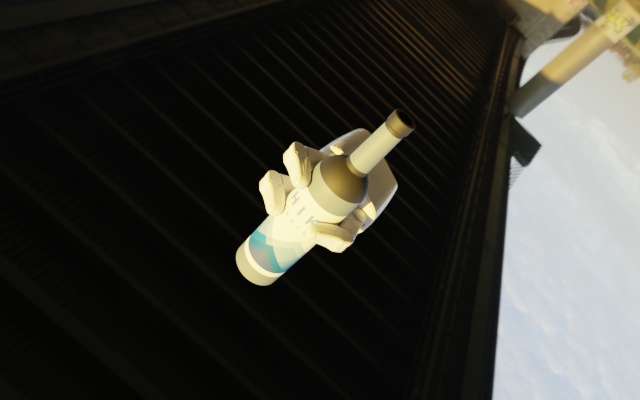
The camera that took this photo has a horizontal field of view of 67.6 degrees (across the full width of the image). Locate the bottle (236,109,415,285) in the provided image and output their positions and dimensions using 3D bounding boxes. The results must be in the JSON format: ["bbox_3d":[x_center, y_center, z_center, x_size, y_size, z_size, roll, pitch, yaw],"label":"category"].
[{"bbox_3d":[0.000,0.002,0.565,0.069,0.069,0.296,0,-35,-45],"label":"bottle"}]
